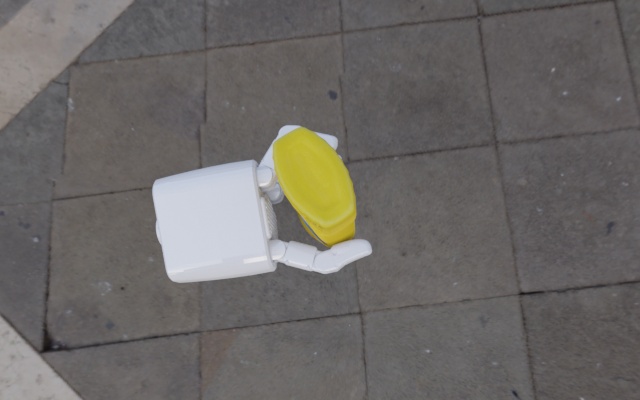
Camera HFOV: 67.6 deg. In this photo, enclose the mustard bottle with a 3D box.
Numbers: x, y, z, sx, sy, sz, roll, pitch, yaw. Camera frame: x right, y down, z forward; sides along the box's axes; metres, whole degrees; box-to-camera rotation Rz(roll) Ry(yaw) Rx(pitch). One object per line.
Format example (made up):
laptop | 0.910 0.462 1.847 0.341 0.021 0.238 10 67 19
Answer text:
mustard bottle | 0.000 0.001 0.497 0.058 0.096 0.192 -32 -14 -4
